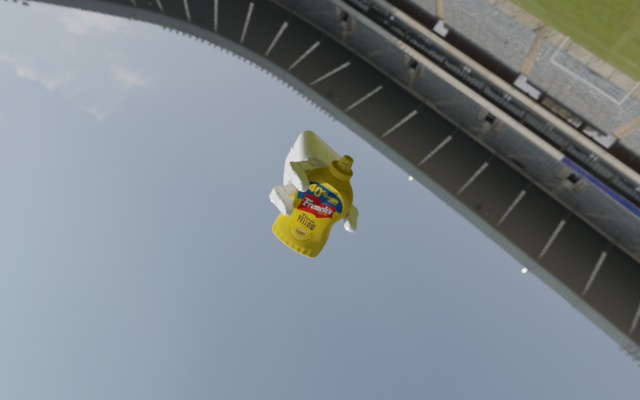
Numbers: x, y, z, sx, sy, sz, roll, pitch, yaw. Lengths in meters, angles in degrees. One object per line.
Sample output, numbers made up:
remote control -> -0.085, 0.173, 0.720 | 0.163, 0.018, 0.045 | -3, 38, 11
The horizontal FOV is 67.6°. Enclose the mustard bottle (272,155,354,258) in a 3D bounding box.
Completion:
mustard bottle -> 0.000, 0.003, 0.805 | 0.096, 0.192, 0.058 | 35, 28, 3
